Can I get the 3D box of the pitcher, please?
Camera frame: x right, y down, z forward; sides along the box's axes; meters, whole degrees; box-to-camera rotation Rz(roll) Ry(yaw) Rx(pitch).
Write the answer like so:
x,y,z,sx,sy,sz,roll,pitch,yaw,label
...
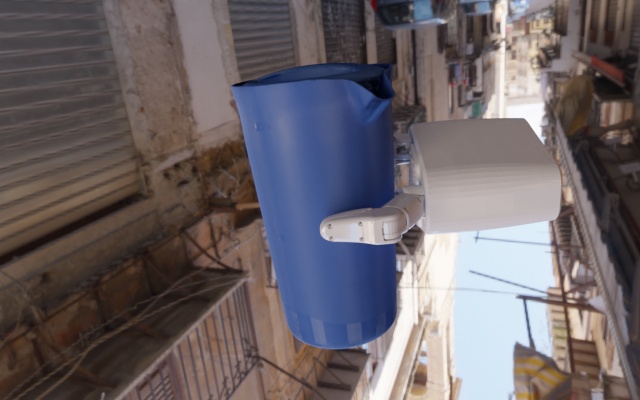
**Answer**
x,y,z,sx,sy,sz,roll,pitch,yaw,label
0.000,0.001,0.437,0.145,0.243,0.149,-5,18,5,pitcher
